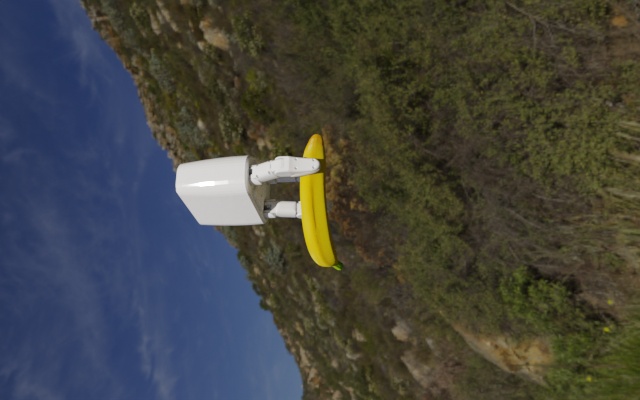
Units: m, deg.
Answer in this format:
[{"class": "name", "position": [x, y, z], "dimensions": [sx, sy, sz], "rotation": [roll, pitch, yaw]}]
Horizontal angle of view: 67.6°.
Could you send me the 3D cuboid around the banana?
[{"class": "banana", "position": [-0.004, 0.008, 0.657], "dimensions": [0.037, 0.198, 0.069], "rotation": [-6, 6, 16]}]
